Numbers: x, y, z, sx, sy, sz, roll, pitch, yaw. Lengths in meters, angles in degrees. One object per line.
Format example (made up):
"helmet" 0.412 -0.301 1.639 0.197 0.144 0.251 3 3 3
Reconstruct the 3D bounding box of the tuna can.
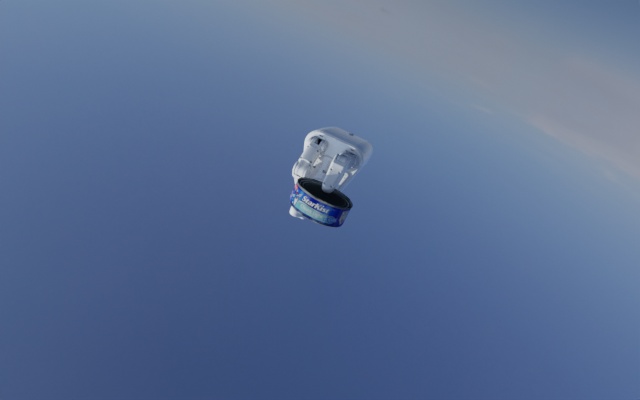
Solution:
"tuna can" 0.000 0.003 0.673 0.086 0.034 0.086 24 17 -8
